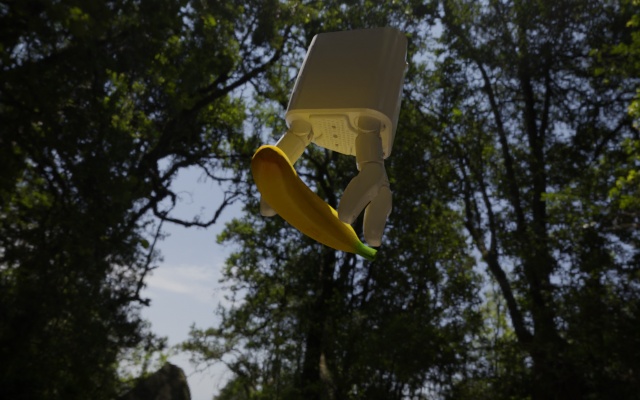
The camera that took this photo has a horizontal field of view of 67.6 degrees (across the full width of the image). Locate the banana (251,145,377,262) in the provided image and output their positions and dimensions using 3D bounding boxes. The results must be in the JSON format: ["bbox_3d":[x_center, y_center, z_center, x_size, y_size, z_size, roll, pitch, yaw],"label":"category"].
[{"bbox_3d":[-0.013,0.002,0.440,0.069,0.037,0.198,5,-24,36],"label":"banana"}]
